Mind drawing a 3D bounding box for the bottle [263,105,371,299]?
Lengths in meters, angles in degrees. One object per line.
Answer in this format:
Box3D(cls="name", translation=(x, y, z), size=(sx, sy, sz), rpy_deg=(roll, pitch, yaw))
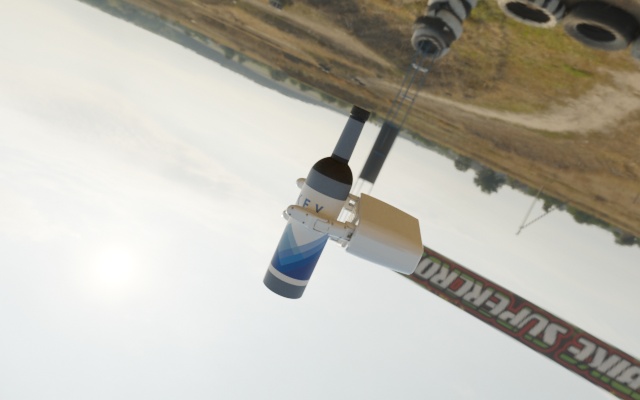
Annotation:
Box3D(cls="bottle", translation=(0.000, 0.003, 0.703), size=(0.069, 0.296, 0.069), rpy_deg=(23, 12, -5))
